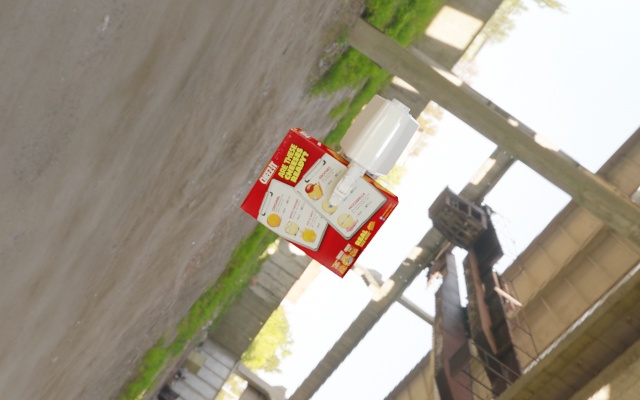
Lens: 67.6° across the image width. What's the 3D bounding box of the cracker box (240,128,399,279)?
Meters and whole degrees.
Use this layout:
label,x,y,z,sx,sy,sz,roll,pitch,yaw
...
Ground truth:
label,x,y,z,sx,sy,sz,roll,pitch,yaw
cracker box,0.000,0.003,0.811,0.213,0.164,0.072,35,13,1
